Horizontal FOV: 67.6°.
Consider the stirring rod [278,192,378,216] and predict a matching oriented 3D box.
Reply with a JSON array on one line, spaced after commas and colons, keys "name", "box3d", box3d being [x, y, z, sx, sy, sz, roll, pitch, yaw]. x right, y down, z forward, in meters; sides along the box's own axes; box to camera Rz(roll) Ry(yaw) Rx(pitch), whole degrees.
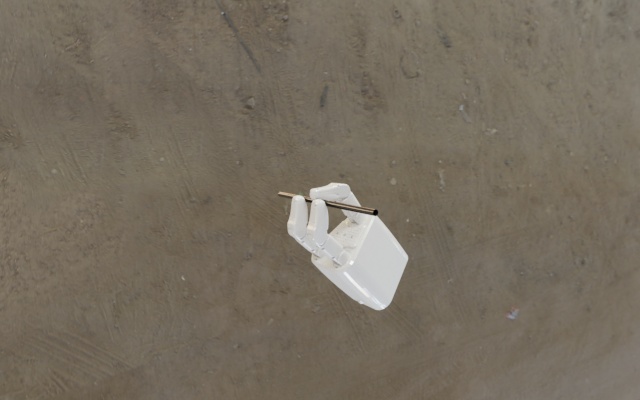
[{"name": "stirring rod", "box3d": [0.000, 0.002, 0.653, 0.011, 0.011, 0.239, 0, 6, -32]}]
